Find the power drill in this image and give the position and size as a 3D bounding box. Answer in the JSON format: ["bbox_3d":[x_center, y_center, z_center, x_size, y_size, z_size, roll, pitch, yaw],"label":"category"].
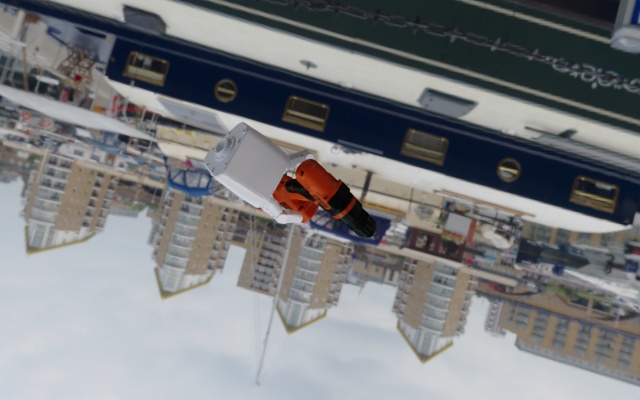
[{"bbox_3d":[0.000,0.003,0.888,0.184,0.057,0.187,45,-23,-18],"label":"power drill"}]
